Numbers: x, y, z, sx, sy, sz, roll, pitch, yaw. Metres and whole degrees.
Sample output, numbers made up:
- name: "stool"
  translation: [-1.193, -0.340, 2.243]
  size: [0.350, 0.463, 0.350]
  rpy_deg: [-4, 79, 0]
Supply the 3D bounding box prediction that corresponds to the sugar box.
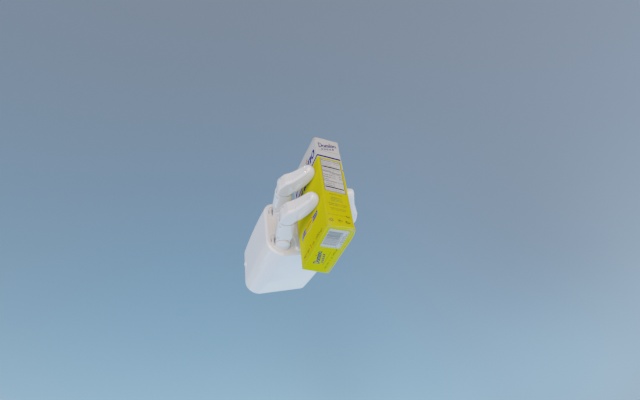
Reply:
- name: "sugar box"
  translation: [0.000, 0.002, 0.668]
  size: [0.048, 0.176, 0.093]
  rpy_deg: [11, -48, -22]
